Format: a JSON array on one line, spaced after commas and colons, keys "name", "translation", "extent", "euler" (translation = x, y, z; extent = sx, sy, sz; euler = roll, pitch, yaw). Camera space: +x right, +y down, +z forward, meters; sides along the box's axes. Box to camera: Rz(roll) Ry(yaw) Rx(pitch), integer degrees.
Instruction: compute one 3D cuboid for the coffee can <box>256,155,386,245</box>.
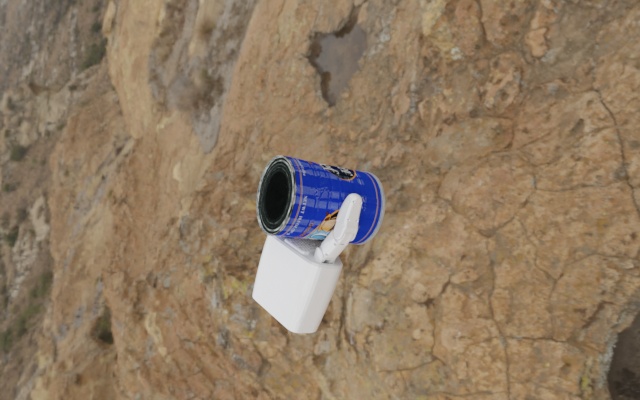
[{"name": "coffee can", "translation": [0.000, 0.002, 0.634], "extent": [0.140, 0.103, 0.103], "euler": [9, -5, -32]}]
